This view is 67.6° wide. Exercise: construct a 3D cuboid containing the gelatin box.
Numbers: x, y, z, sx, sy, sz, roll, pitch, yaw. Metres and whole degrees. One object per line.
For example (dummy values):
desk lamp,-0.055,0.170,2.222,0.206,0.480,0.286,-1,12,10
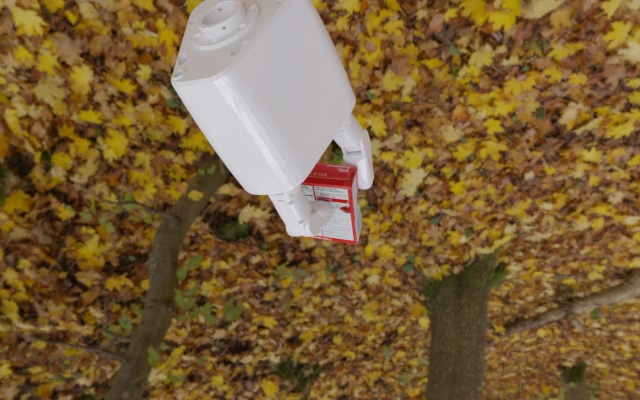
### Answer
gelatin box,0.000,0.002,0.460,0.073,0.030,0.089,7,-39,15
